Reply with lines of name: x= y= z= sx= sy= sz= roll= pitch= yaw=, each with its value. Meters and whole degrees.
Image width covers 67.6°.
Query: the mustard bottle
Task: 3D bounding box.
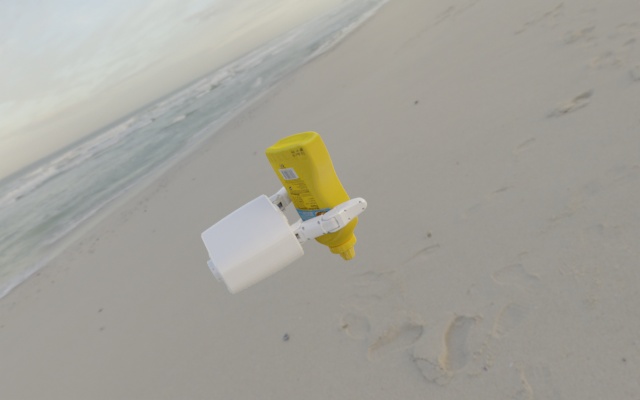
mustard bottle: x=0.000 y=0.002 z=0.658 sx=0.058 sy=0.192 sz=0.096 roll=-40 pitch=23 yaw=-33
